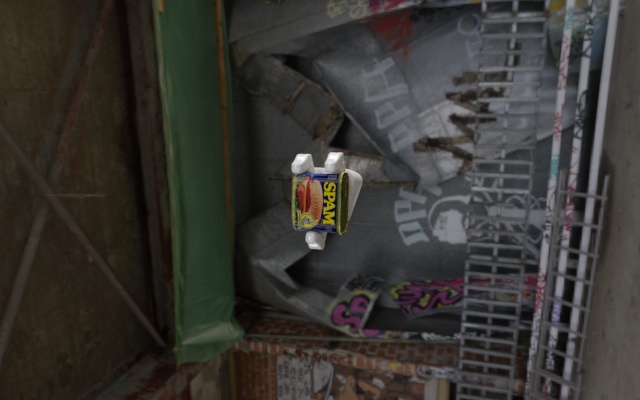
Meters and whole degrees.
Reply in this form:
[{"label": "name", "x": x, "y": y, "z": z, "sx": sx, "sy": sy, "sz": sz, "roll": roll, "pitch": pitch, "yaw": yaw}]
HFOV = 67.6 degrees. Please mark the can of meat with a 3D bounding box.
[{"label": "can of meat", "x": 0.000, "y": 0.003, "z": 0.791, "sx": 0.084, "sy": 0.102, "sz": 0.057, "roll": 3, "pitch": 5, "yaw": 16}]
